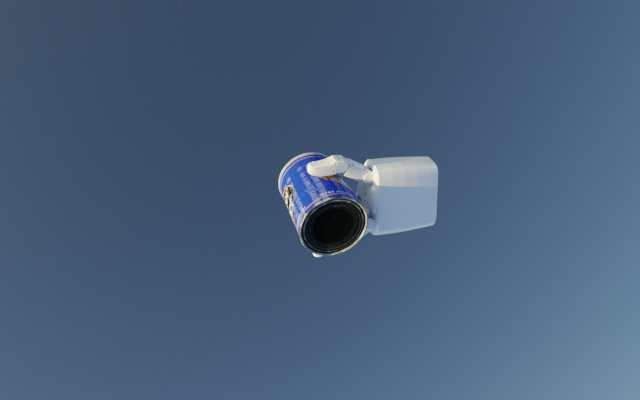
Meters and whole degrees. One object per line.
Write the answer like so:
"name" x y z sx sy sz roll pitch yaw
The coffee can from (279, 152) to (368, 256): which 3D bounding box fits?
"coffee can" 0.000 0.002 0.735 0.103 0.103 0.140 0 32 -19
